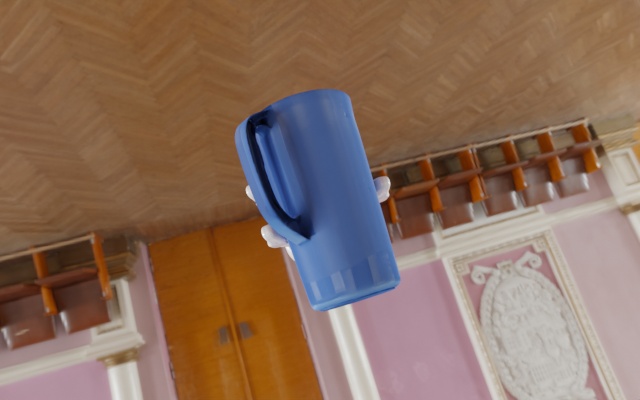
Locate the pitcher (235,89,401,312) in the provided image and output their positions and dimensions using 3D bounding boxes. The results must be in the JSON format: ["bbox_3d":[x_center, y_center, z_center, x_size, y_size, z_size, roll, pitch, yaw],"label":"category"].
[{"bbox_3d":[0.000,0.002,0.564,0.149,0.242,0.145,-16,-14,-5],"label":"pitcher"}]
